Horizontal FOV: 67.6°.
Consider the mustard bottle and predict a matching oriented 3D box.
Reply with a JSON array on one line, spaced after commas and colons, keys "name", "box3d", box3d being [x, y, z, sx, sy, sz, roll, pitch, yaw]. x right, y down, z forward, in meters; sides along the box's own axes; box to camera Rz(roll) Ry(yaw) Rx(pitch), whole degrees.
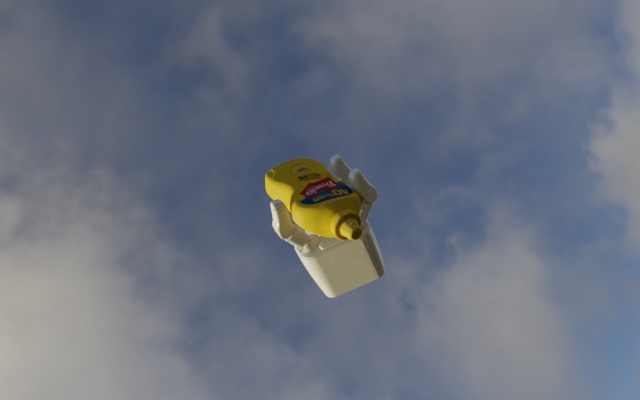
[{"name": "mustard bottle", "box3d": [0.000, 0.002, 0.671, 0.096, 0.058, 0.191, -14, 33, -25]}]
